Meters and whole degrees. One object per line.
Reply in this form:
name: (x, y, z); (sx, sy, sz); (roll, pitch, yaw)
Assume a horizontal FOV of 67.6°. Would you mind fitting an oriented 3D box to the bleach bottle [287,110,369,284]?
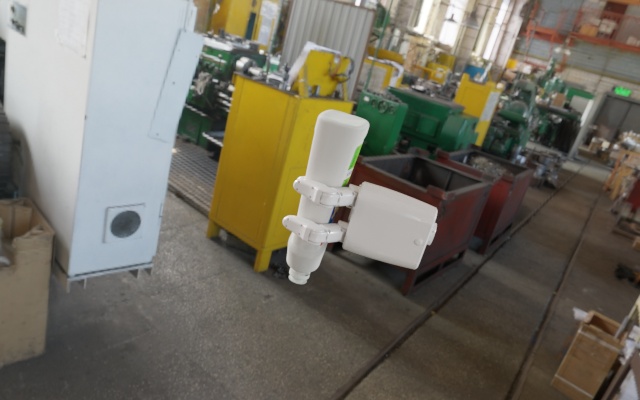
bleach bottle: (0.000, 0.002, 0.685); (0.068, 0.251, 0.102); (18, 19, 7)
